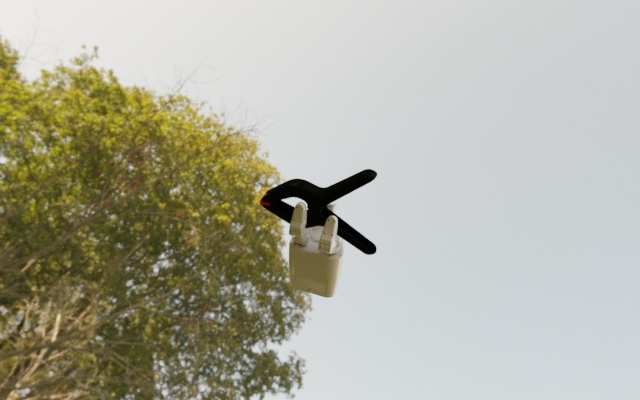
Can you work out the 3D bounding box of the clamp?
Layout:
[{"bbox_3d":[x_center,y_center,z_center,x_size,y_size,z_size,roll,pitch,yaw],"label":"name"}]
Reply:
[{"bbox_3d":[0.000,0.002,0.793,0.210,0.165,0.036,14,37,13],"label":"clamp"}]
